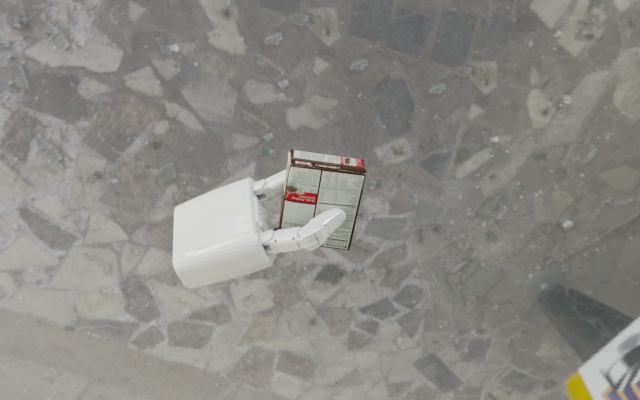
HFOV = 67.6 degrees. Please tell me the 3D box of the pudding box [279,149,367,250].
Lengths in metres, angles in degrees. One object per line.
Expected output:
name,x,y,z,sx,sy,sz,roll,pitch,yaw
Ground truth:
pudding box,0.000,0.002,0.563,0.090,0.114,0.039,7,33,-6
